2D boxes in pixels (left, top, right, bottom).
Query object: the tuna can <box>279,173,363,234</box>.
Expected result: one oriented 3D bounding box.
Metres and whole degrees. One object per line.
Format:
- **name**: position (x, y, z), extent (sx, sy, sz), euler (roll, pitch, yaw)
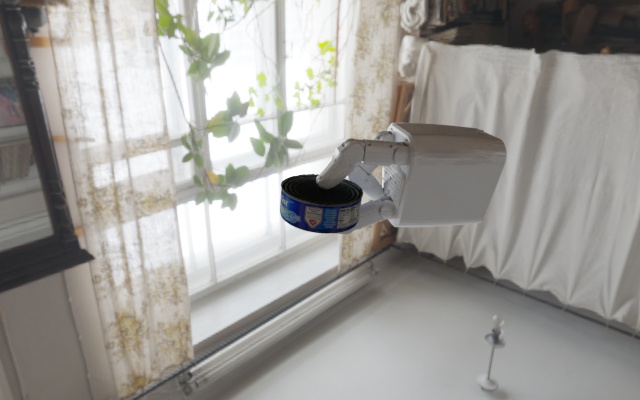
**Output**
- **tuna can**: position (0.000, 0.002, 0.499), extent (0.086, 0.034, 0.086), euler (6, 22, -2)
